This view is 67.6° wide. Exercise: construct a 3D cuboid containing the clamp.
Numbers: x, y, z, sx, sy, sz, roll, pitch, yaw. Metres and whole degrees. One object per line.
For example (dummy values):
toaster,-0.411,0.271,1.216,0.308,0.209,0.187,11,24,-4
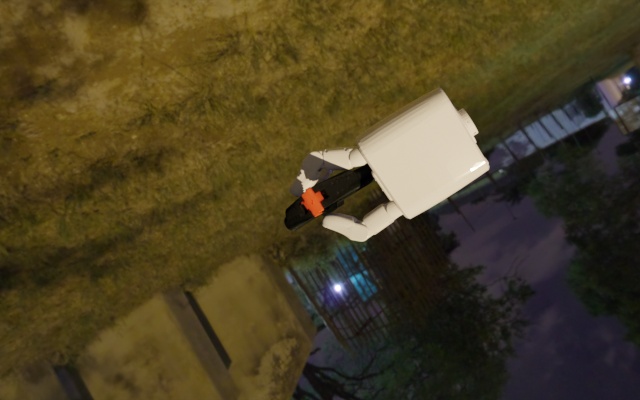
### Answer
clamp,0.001,0.003,0.579,0.164,0.036,0.210,-34,-3,16
